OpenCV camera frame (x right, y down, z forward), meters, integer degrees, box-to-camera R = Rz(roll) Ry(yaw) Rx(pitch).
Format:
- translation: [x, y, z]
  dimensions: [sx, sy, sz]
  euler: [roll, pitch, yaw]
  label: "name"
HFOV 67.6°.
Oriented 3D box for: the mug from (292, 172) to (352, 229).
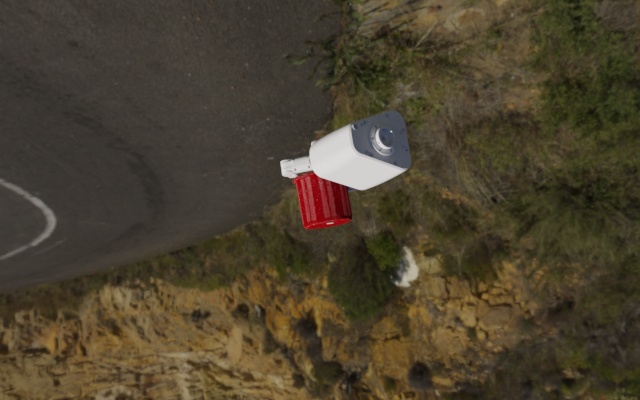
- translation: [-0.001, 0.003, 0.790]
  dimensions: [0.093, 0.081, 0.117]
  euler: [-4, -11, -31]
  label: "mug"
